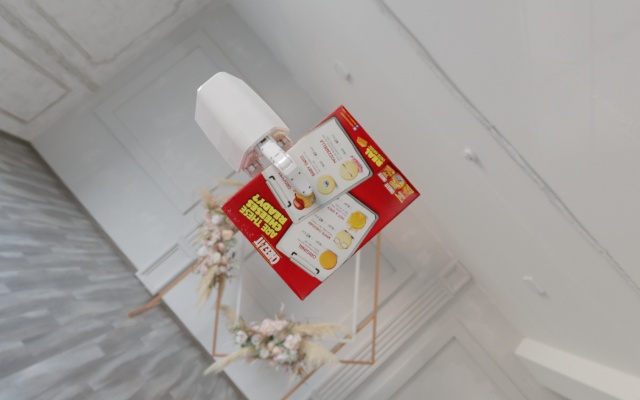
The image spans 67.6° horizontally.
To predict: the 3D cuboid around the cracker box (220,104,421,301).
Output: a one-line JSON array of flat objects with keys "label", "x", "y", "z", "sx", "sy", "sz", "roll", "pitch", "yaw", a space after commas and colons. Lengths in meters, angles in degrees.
[{"label": "cracker box", "x": 0.000, "y": 0.002, "z": 0.654, "sx": 0.213, "sy": 0.164, "sz": 0.072, "roll": -41, "pitch": -1, "yaw": -6}]
